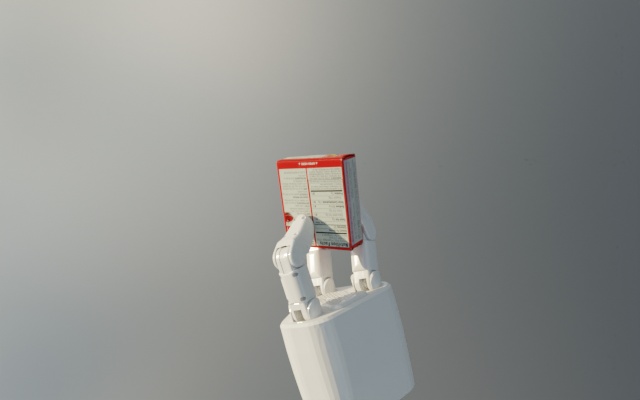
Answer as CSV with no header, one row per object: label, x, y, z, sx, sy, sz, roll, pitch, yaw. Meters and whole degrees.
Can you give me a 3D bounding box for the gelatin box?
gelatin box,0.000,0.001,0.459,0.073,0.089,0.030,0,14,31
